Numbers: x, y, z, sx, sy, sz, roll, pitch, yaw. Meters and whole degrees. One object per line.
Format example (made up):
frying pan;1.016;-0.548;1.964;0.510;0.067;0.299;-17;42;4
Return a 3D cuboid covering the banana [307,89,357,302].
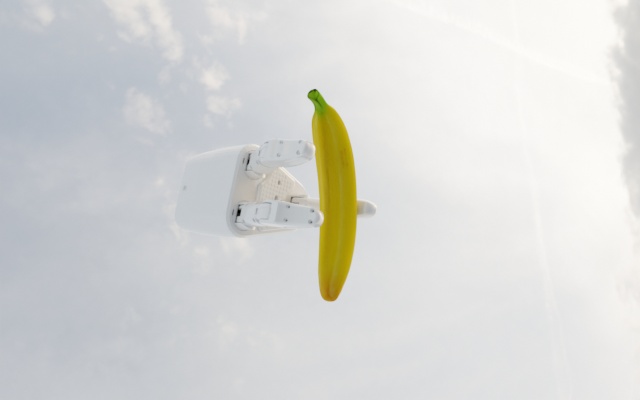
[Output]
banana;0.010;-0.005;0.464;0.037;0.198;0.069;-1;9;33
